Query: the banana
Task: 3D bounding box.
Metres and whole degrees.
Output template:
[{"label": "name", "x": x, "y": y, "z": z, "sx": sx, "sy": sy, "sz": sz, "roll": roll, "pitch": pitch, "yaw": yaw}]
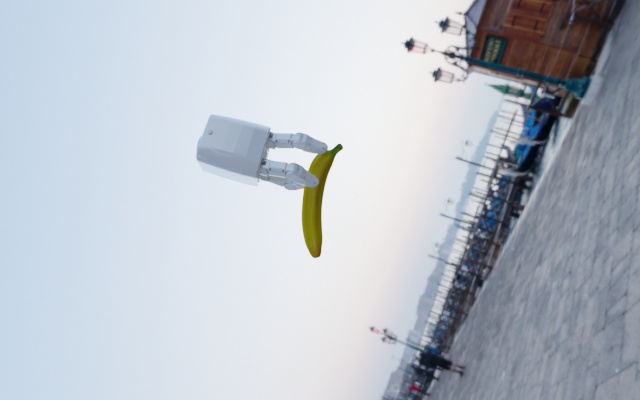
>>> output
[{"label": "banana", "x": -0.007, "y": -0.002, "z": 0.826, "sx": 0.037, "sy": 0.198, "sz": 0.069, "roll": 10, "pitch": 1, "yaw": -25}]
